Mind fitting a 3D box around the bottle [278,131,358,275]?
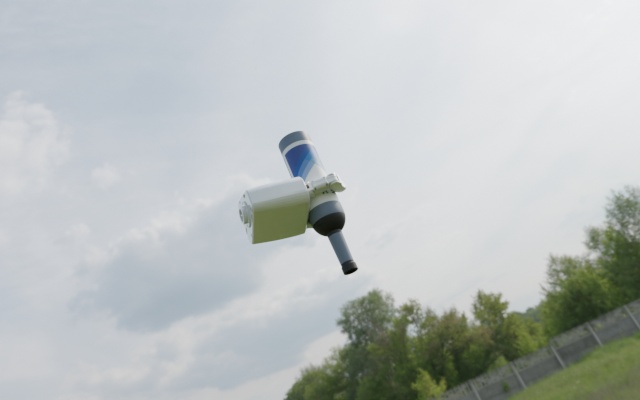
[{"bbox_3d":[0.000,0.003,0.898,0.069,0.295,0.069,-19,-25,-10],"label":"bottle"}]
